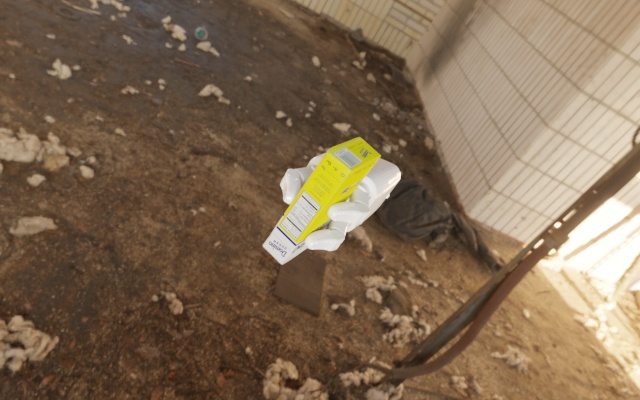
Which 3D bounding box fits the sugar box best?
[{"bbox_3d":[0.001,0.002,0.631,0.048,0.176,0.093,41,33,13],"label":"sugar box"}]
